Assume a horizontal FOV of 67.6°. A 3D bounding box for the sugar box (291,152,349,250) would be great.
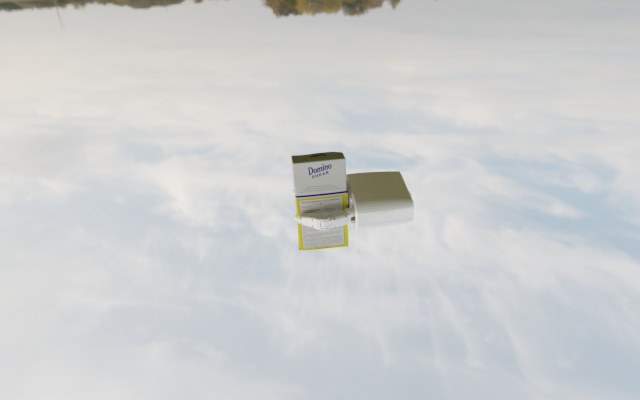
[{"bbox_3d":[0.000,0.003,0.855,0.093,0.176,0.048,-5,25,-5],"label":"sugar box"}]
